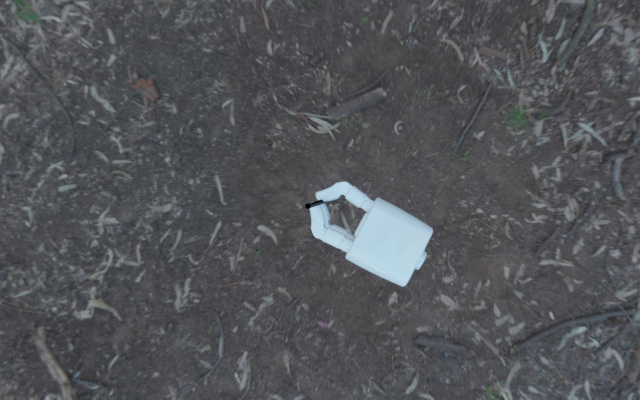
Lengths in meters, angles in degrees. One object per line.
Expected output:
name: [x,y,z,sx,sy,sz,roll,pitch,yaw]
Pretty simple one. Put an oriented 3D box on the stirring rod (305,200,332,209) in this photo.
stirring rod: [0.000,0.003,0.787,0.011,0.011,0.239,0,2,9]
